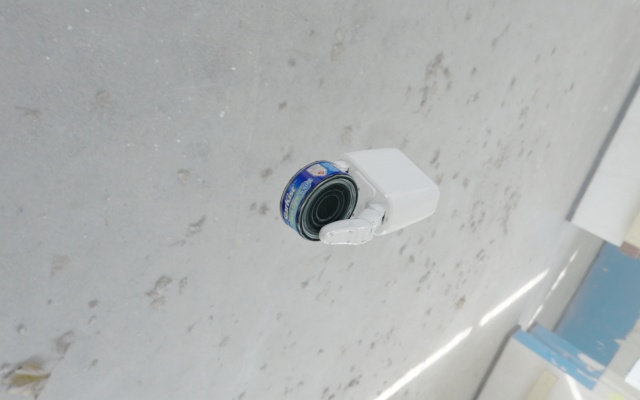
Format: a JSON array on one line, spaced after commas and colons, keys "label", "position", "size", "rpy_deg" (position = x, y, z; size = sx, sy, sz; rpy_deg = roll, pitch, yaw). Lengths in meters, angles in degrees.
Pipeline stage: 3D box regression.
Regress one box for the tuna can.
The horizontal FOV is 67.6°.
[{"label": "tuna can", "position": [0.000, 0.002, 0.520], "size": [0.086, 0.086, 0.033], "rpy_deg": [0, 28, -44]}]
